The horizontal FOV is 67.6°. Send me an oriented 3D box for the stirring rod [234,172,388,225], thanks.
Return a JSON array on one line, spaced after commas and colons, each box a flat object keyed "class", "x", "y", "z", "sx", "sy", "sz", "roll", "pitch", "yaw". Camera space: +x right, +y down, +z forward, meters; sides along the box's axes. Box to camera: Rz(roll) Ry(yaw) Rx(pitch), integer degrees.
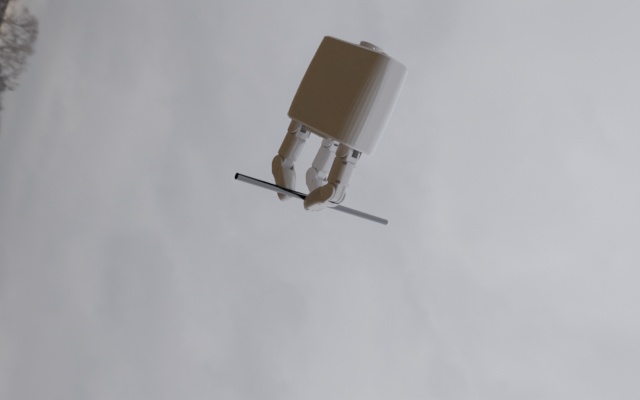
[{"class": "stirring rod", "x": 0.000, "y": 0.002, "z": 0.588, "sx": 0.239, "sy": 0.011, "sz": 0.011, "roll": 17, "pitch": -11, "yaw": -38}]
